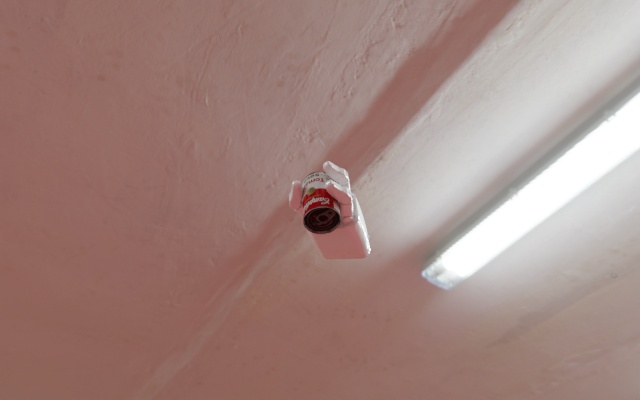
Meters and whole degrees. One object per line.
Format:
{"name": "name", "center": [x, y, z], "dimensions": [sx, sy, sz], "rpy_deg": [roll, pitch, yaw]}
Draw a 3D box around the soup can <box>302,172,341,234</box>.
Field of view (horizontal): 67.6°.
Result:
{"name": "soup can", "center": [0.000, 0.002, 0.887], "dimensions": [0.068, 0.069, 0.102], "rpy_deg": [0, 42, -4]}
